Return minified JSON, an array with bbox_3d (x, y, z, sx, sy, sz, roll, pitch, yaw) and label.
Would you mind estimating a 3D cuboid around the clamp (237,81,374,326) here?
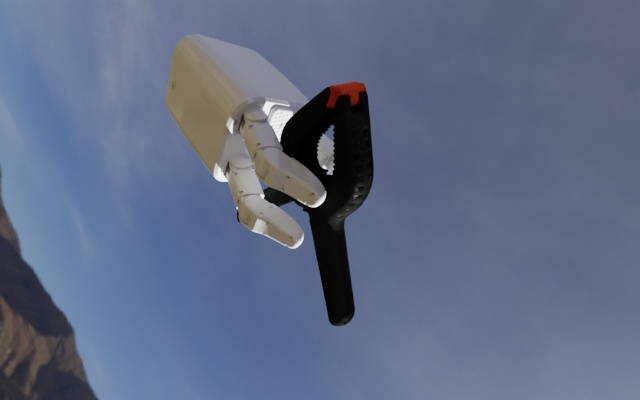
[{"bbox_3d":[0.001,0.001,0.407,0.036,0.164,0.210,-23,-29,-40],"label":"clamp"}]
